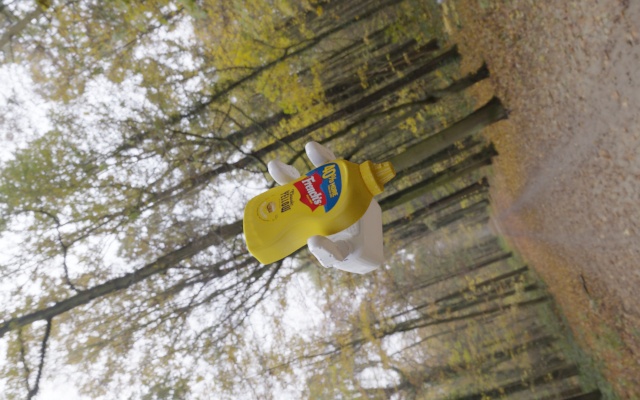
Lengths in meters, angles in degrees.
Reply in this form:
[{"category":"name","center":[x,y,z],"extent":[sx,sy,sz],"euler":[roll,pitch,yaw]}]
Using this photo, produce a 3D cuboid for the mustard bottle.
[{"category":"mustard bottle","center":[0.000,0.002,0.576],"extent":[0.191,0.096,0.058],"euler":[-24,-49,16]}]
